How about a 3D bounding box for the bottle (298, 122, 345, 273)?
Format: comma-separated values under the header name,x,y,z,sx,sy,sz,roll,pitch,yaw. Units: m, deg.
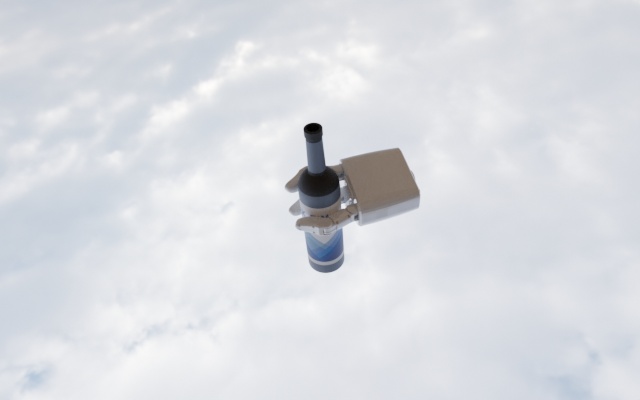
name,x,y,z,sx,sy,sz,roll,pitch,yaw
bottle,0.000,0.003,0.771,0.069,0.296,0.069,-3,45,3
